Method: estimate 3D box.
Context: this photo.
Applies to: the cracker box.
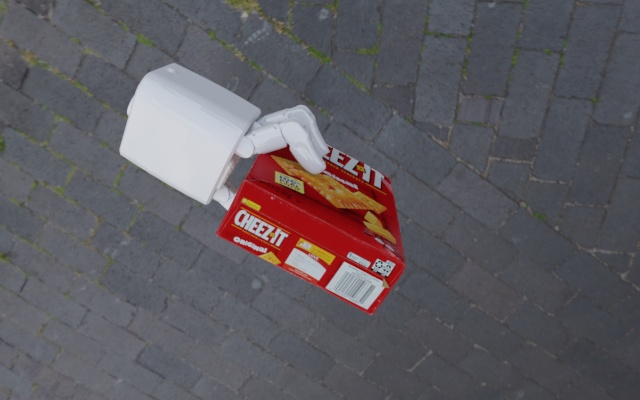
[{"bbox_3d":[0.000,0.002,0.511,0.164,0.072,0.213,28,23,-8],"label":"cracker box"}]
